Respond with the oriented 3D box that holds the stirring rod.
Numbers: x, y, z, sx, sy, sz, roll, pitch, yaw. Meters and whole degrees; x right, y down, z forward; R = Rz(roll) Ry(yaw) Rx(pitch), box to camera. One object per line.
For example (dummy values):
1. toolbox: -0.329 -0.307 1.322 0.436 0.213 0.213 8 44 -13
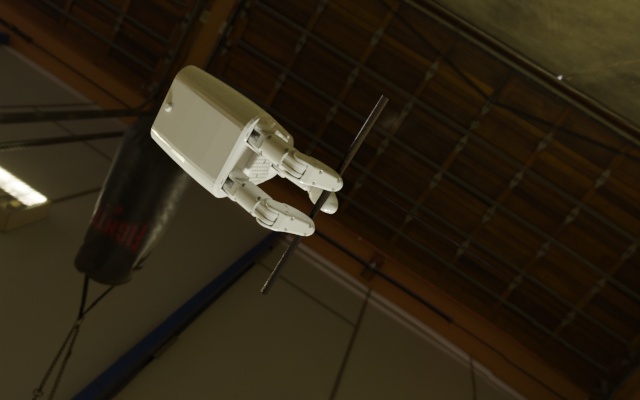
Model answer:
1. stirring rod: 0.000 0.001 0.479 0.011 0.239 0.011 29 17 -10
